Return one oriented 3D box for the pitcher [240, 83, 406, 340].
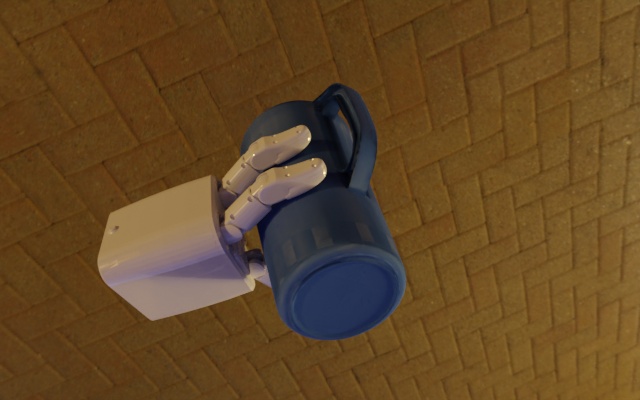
[{"bbox_3d":[0.000,0.002,0.465,0.145,0.149,0.242,-19,38,0],"label":"pitcher"}]
